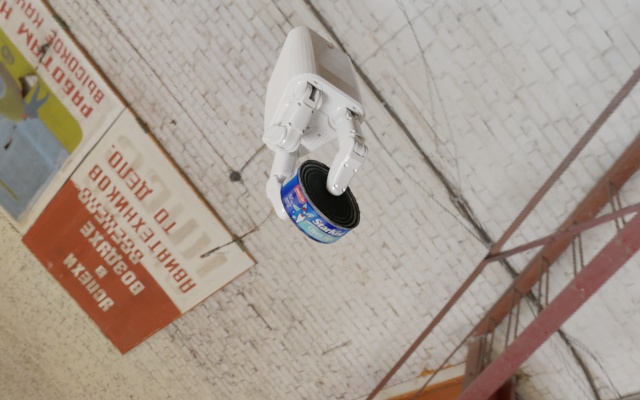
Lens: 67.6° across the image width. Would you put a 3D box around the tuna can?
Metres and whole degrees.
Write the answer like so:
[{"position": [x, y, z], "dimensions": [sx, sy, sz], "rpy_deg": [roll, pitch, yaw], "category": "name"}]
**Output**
[{"position": [0.000, 0.002, 0.495], "dimensions": [0.034, 0.086, 0.086], "rpy_deg": [-39, -22, 29], "category": "tuna can"}]
